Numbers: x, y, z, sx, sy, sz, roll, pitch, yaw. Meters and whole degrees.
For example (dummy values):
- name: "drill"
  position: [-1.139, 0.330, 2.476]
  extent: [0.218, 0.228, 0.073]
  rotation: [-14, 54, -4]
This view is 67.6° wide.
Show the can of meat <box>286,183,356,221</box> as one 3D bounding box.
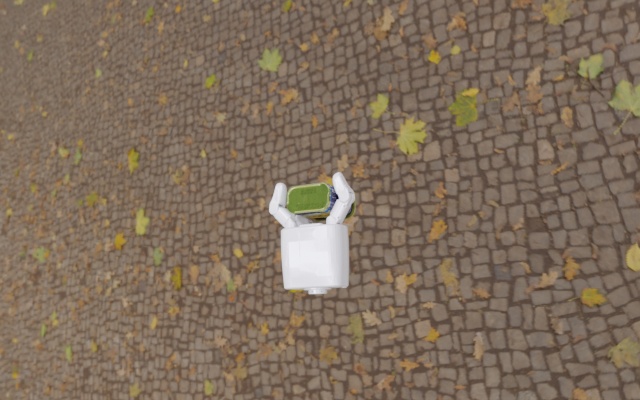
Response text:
- name: "can of meat"
  position: [0.000, 0.003, 0.876]
  extent: [0.102, 0.057, 0.084]
  rotation: [-7, -12, 35]
